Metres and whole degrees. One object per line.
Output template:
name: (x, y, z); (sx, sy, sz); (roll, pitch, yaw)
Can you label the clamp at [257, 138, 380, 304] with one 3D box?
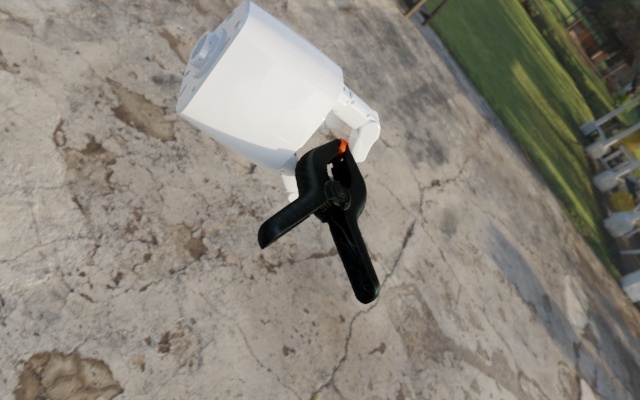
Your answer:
clamp: (0.001, 0.001, 0.434); (0.120, 0.171, 0.039); (31, -51, -33)
